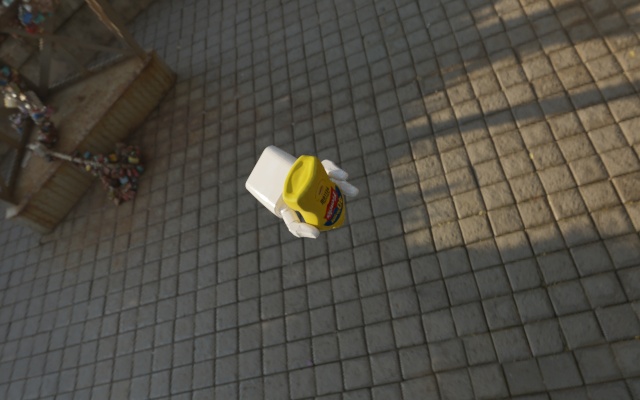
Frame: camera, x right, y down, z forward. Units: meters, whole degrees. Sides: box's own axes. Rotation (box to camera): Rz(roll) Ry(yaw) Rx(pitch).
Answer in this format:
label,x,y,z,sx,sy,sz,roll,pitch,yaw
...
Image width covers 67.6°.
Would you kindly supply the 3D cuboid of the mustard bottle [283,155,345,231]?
label,x,y,z,sx,sy,sz,roll,pitch,yaw
mustard bottle,0.000,0.003,0.899,0.058,0.096,0.192,9,-23,30
